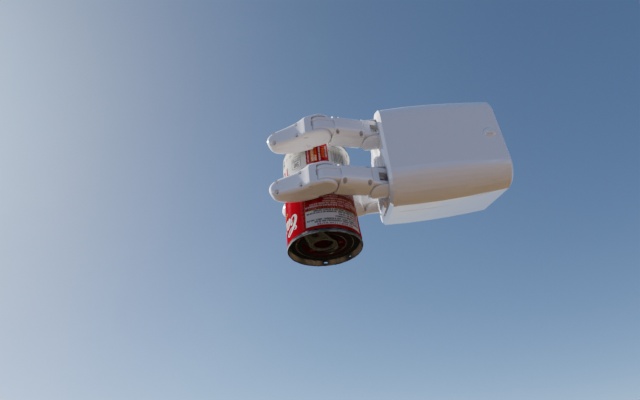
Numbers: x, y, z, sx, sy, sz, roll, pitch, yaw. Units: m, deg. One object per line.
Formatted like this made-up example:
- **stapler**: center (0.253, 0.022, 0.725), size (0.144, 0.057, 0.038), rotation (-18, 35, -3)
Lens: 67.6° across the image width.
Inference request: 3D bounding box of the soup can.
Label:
- **soup can**: center (0.000, 0.001, 0.450), size (0.068, 0.102, 0.068), rotation (-4, -33, -3)
